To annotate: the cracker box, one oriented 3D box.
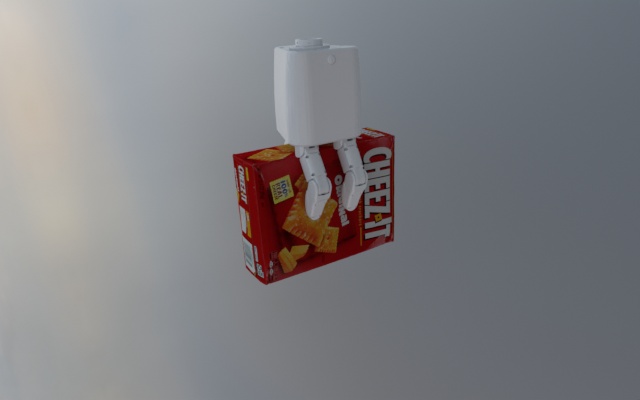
[{"bbox_3d":[0.000,0.002,0.642,0.213,0.164,0.072,-15,24,-28],"label":"cracker box"}]
